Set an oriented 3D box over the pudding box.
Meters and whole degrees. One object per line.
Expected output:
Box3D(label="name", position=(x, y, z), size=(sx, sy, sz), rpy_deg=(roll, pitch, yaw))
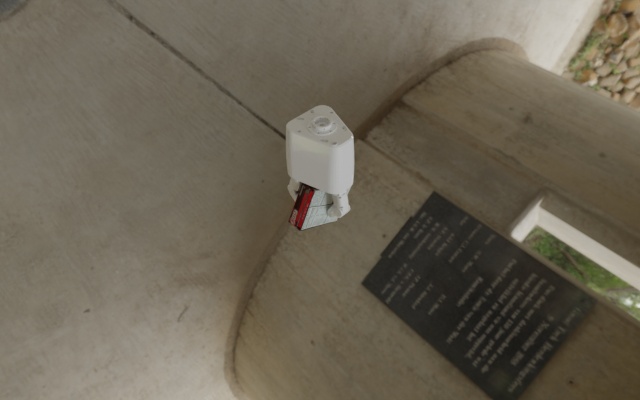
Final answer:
Box3D(label="pudding box", position=(0.000, 0.003, 0.892), size=(0.113, 0.090, 0.039), rpy_deg=(-10, 40, -47))
